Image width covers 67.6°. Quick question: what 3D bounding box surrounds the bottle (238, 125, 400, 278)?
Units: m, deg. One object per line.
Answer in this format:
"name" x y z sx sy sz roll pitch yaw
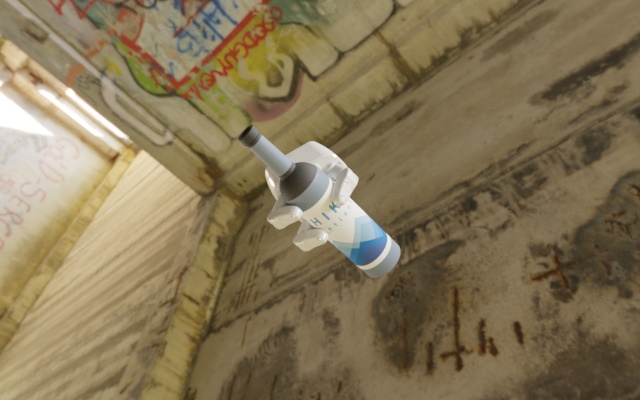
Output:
"bottle" 0.000 0.002 0.680 0.296 0.069 0.069 43 -22 -25
